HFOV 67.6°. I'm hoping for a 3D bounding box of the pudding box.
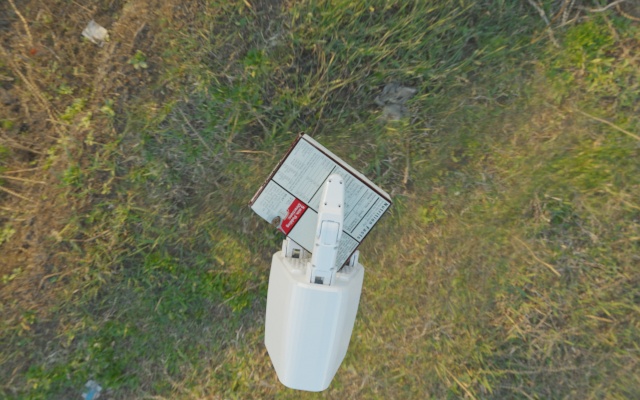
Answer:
[{"bbox_3d":[0.000,0.002,0.466,0.113,0.090,0.039,36,9,-7],"label":"pudding box"}]
